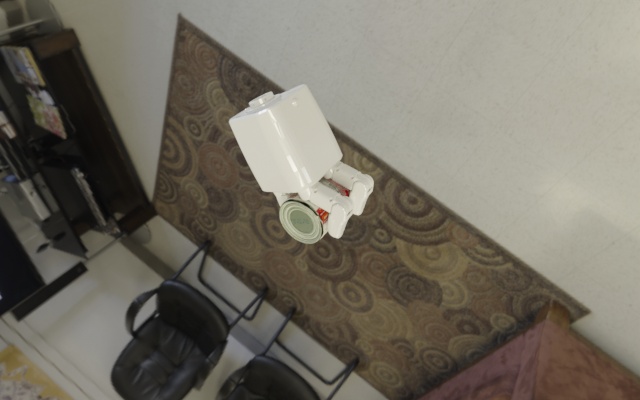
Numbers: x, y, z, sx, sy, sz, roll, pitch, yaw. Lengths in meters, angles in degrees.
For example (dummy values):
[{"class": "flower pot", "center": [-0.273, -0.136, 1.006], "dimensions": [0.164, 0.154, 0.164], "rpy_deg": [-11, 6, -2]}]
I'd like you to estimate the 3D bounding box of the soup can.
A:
[{"class": "soup can", "center": [0.000, 0.003, 0.637], "dimensions": [0.068, 0.068, 0.102], "rpy_deg": [0, 31, 37]}]
